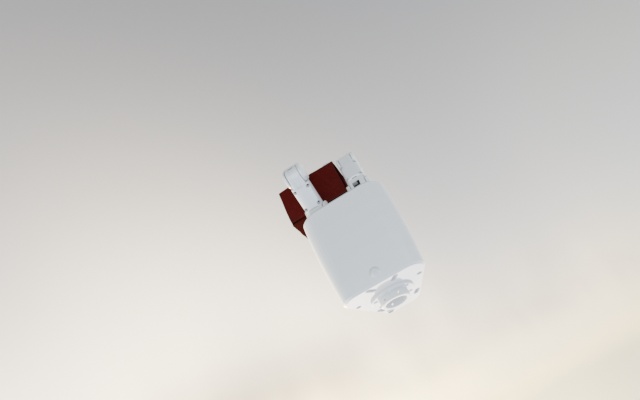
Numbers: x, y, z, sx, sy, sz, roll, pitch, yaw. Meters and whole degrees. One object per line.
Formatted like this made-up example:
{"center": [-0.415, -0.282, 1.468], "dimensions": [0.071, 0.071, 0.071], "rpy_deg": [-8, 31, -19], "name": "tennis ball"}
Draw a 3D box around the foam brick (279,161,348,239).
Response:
{"center": [0.000, 0.002, 0.570], "dimensions": [0.078, 0.051, 0.053], "rpy_deg": [-31, -34, 8], "name": "foam brick"}
